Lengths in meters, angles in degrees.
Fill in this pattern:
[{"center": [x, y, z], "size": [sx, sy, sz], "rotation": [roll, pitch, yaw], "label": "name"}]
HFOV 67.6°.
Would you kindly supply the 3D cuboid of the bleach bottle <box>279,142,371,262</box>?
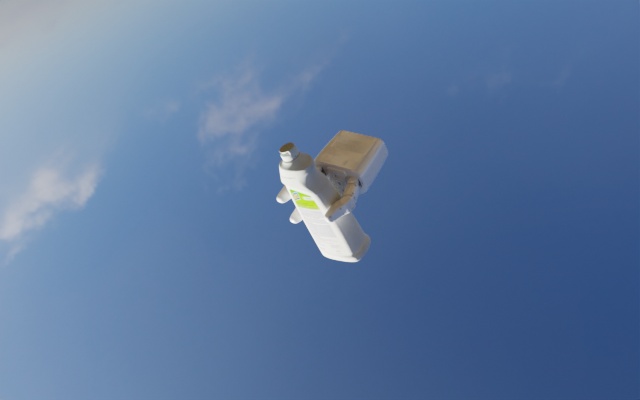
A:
[{"center": [0.000, 0.003, 0.865], "size": [0.102, 0.251, 0.068], "rotation": [3, 45, 39], "label": "bleach bottle"}]
